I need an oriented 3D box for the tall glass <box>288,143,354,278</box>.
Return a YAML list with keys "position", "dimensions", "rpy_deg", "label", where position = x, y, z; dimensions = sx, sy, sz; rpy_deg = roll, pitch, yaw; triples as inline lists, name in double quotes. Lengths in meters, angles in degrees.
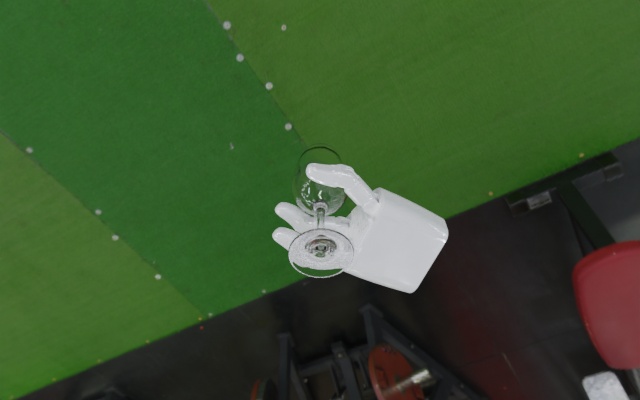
- position: [0.000, 0.002, 0.615]
  dimensions: [0.079, 0.079, 0.201]
  rpy_deg: [0, 36, -1]
  label: "tall glass"
